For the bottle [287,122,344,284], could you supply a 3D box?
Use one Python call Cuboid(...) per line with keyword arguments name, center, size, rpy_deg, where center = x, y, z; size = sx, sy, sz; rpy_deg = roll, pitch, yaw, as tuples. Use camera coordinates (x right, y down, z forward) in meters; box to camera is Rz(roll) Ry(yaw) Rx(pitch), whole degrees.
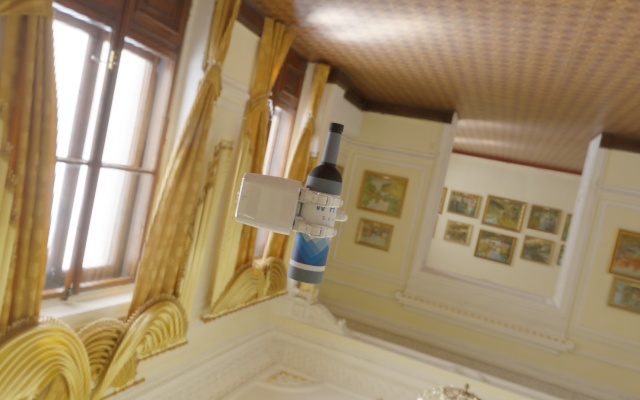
Cuboid(name="bottle", center=(0.000, 0.003, 0.885), size=(0.069, 0.296, 0.069), rpy_deg=(12, 3, -1))
